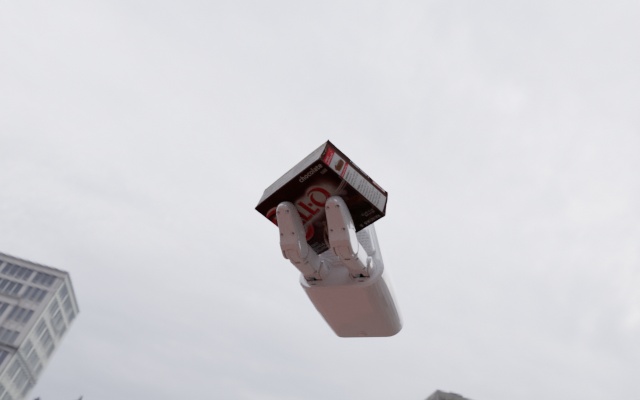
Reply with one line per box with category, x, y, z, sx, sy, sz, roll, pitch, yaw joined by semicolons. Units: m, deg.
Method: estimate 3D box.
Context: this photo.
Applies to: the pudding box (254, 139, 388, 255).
pudding box;0.000;0.002;0.495;0.090;0.039;0.113;39;-50;-19
